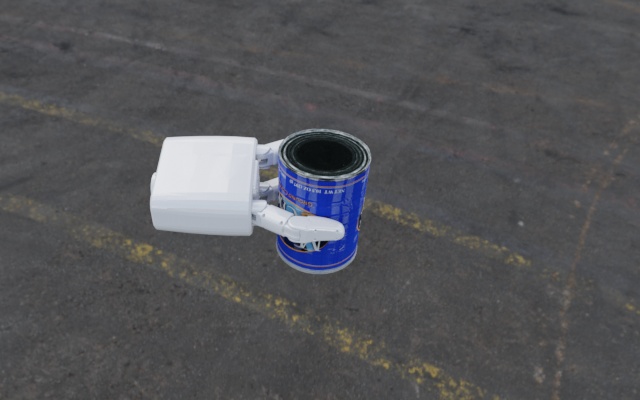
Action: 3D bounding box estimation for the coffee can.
[{"bbox_3d":[0.000,0.002,0.563,0.103,0.140,0.102,3,38,-3],"label":"coffee can"}]
